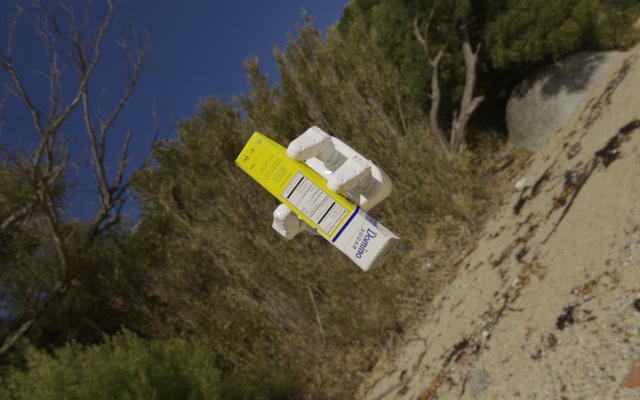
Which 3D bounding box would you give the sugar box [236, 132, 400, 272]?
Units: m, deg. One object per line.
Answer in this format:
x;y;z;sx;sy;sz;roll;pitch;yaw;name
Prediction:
0.000;0.001;0.504;0.176;0.048;0.093;36;6;15;sugar box
